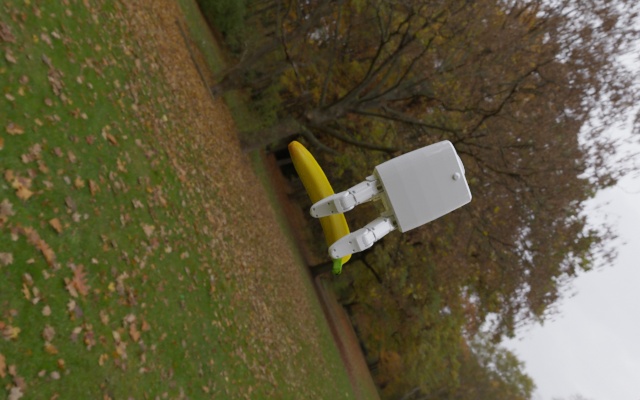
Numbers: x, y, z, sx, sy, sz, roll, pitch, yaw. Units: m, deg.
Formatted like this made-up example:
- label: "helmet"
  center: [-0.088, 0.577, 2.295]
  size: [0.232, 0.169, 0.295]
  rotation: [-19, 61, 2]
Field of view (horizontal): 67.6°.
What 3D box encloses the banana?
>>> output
- label: "banana"
  center: [0.006, 0.007, 0.686]
  size: [0.037, 0.197, 0.069]
  rotation: [-23, -11, 10]
